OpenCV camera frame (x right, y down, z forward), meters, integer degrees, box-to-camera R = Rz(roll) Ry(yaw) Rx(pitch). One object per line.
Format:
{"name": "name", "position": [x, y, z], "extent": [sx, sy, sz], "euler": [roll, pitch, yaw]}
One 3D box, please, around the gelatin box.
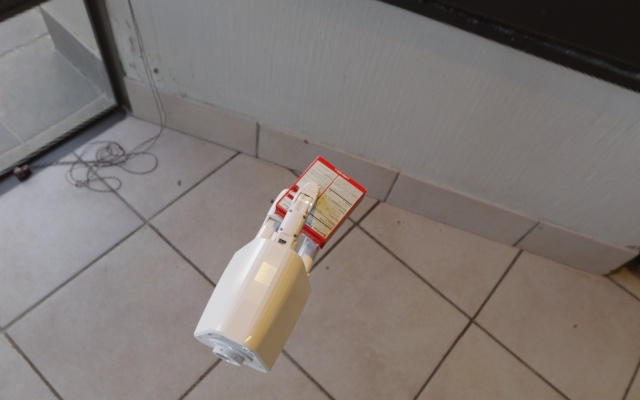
{"name": "gelatin box", "position": [0.000, 0.001, 0.568], "extent": [0.073, 0.089, 0.030], "euler": [36, -24, 10]}
